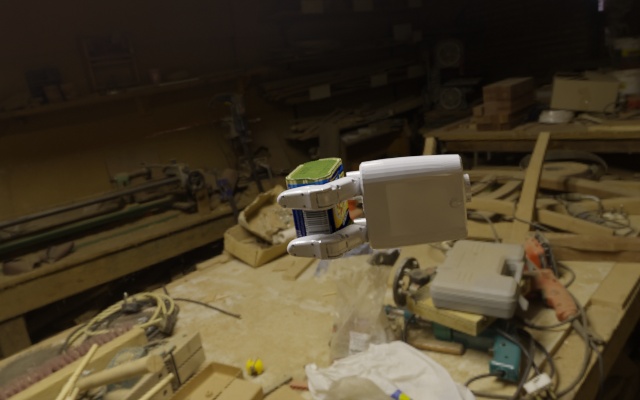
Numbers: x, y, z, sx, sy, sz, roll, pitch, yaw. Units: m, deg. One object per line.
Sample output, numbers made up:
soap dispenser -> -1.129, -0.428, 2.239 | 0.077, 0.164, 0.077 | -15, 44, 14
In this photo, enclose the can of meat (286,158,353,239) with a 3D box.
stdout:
can of meat -> 0.000, 0.001, 0.559 | 0.057, 0.084, 0.102 | -5, 16, 14
